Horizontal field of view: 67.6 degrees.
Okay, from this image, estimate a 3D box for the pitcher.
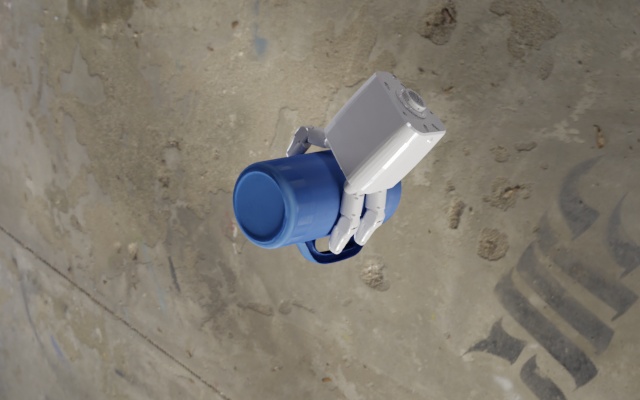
[{"bbox_3d":[0.000,0.002,0.668,0.243,0.149,0.145,-13,-27,-51],"label":"pitcher"}]
